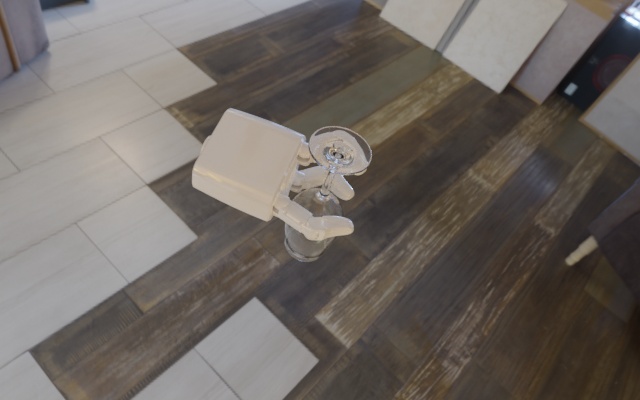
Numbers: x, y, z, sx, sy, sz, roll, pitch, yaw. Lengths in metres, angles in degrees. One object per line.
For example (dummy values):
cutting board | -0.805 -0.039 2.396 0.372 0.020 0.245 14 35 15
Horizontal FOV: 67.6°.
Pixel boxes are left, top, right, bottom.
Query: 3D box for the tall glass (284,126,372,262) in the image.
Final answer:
tall glass | 0.000 0.002 0.615 0.079 0.079 0.201 0 -37 -16
